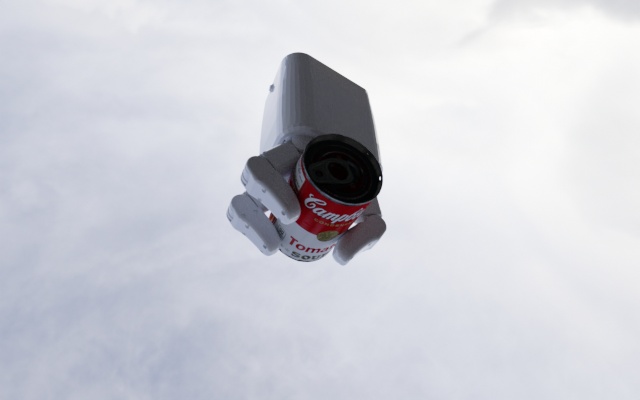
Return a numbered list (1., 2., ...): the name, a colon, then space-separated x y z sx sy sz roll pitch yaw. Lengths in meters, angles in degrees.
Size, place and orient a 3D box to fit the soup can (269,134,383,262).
1. soup can: 0.000 0.002 0.408 0.068 0.068 0.102 0 -33 -25
